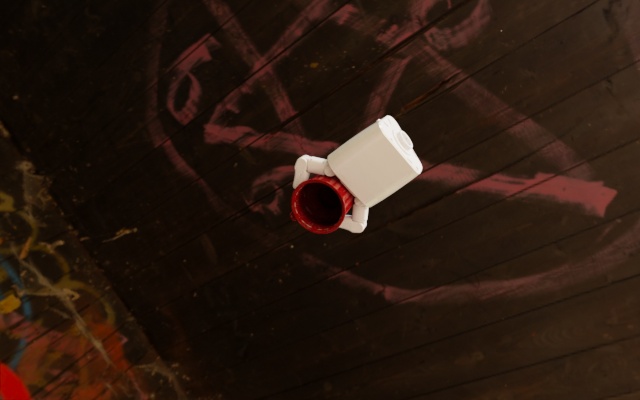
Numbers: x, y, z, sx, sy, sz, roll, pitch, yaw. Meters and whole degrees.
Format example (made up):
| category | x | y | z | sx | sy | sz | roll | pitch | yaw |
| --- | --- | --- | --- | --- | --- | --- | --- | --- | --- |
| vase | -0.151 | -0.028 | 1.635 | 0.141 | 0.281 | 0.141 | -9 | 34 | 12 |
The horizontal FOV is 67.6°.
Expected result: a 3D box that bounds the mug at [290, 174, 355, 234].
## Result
| category | x | y | z | sx | sy | sz | roll | pitch | yaw |
| --- | --- | --- | --- | --- | --- | --- | --- | --- | --- |
| mug | -0.001 | 0.003 | 0.800 | 0.117 | 0.093 | 0.081 | -29 | 7 | 28 |
